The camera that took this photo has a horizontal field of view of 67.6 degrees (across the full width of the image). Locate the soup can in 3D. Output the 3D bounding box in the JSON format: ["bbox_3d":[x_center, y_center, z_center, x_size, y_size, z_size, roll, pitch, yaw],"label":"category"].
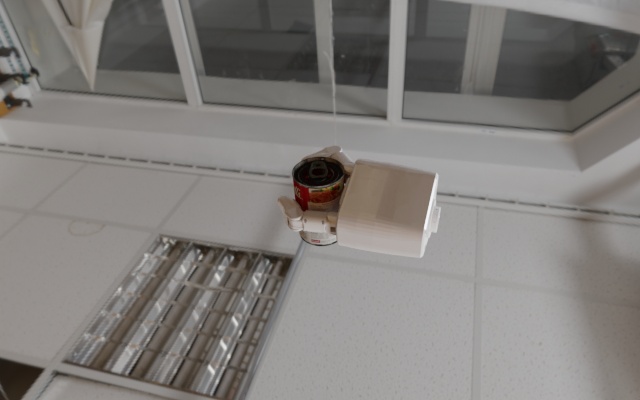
[{"bbox_3d":[0.000,0.002,0.637,0.068,0.102,0.068,-2,38,2],"label":"soup can"}]
